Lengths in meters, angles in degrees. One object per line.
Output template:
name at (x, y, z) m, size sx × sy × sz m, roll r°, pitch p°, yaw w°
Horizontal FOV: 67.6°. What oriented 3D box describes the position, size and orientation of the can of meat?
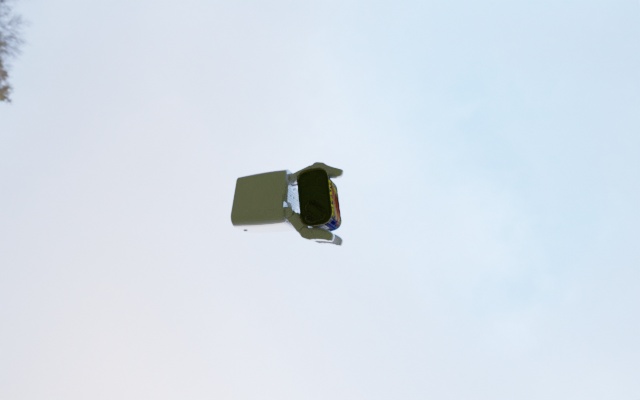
can of meat at (0.000, 0.003, 0.858) m, size 0.057 × 0.102 × 0.084 m, roll -10°, pitch -16°, yaw 14°
